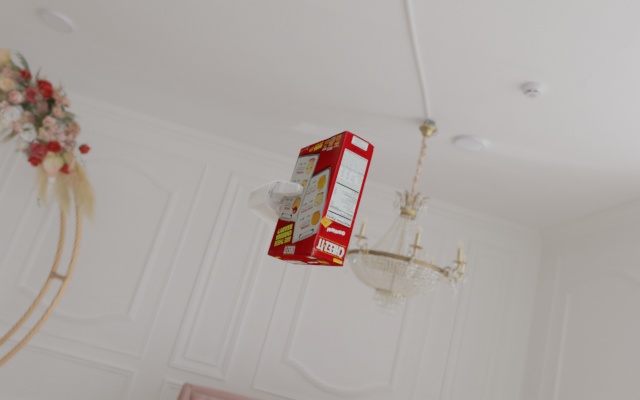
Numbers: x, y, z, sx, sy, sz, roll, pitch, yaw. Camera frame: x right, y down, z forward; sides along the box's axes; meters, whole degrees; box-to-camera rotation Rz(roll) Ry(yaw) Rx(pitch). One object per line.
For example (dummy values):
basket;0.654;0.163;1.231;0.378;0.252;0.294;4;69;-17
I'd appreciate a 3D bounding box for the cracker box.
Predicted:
cracker box;0.000;0.002;0.822;0.072;0.213;0.164;23;-16;-26
